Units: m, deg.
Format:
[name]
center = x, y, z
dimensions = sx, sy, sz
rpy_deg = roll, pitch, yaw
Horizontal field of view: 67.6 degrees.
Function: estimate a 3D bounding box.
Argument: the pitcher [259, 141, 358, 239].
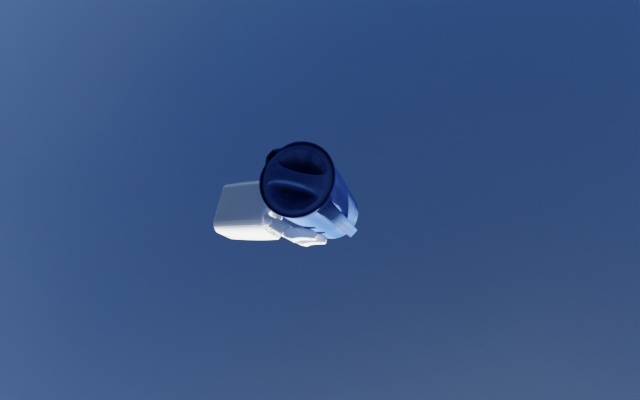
[pitcher]
center = 0.000, 0.003, 0.884
dimensions = 0.145, 0.149, 0.243
rpy_deg = -5, -18, 16
